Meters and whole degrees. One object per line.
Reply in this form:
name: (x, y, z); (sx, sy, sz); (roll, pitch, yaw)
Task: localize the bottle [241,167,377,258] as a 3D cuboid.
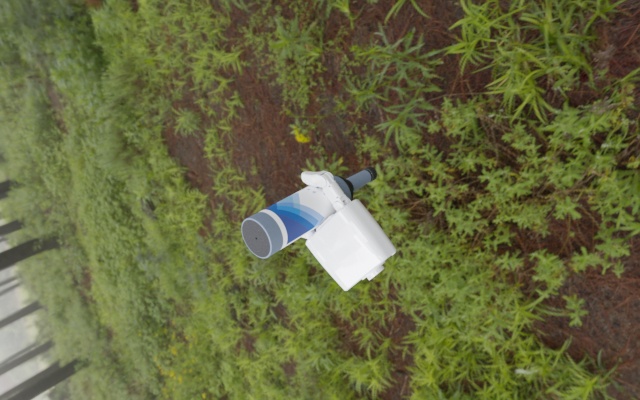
bottle: (0.000, 0.003, 0.807); (0.069, 0.069, 0.295); (0, 22, 45)
